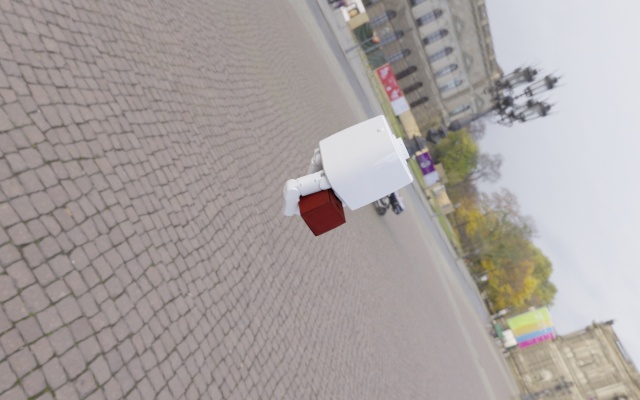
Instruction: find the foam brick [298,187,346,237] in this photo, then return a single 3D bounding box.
[{"bbox_3d":[0.000,0.003,0.711,0.051,0.078,0.053,-24,-49,13],"label":"foam brick"}]
